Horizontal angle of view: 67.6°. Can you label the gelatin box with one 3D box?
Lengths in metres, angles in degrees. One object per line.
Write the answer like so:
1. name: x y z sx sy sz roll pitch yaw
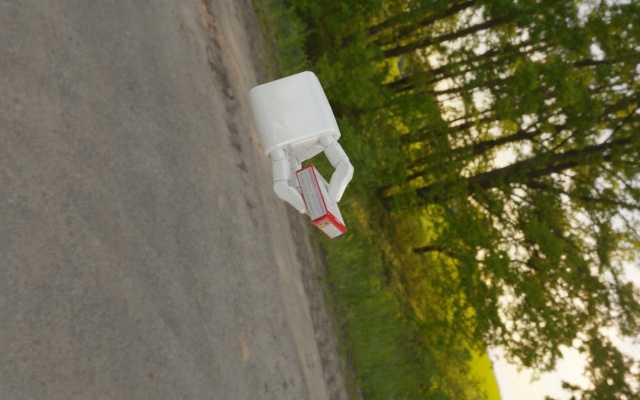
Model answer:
1. gelatin box: 0.001 0.002 0.686 0.030 0.089 0.073 -26 -30 11
